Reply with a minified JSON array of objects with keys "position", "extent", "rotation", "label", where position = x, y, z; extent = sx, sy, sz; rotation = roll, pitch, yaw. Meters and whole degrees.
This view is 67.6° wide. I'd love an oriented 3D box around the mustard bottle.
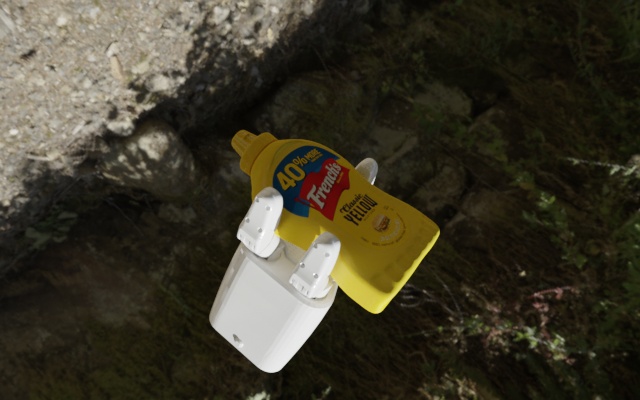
[{"position":[0.000,0.001,0.407],"extent":[0.096,0.191,0.058],"rotation":[-44,-15,-36],"label":"mustard bottle"}]
